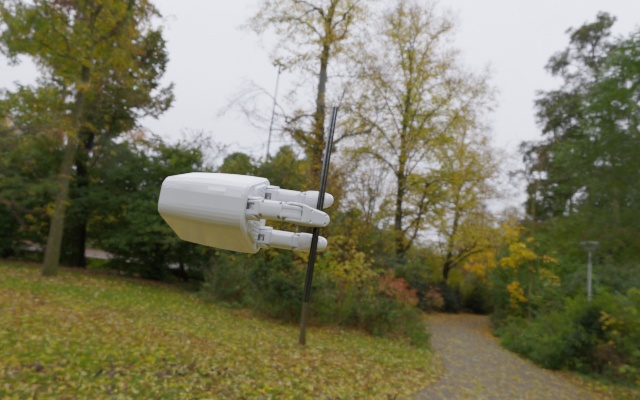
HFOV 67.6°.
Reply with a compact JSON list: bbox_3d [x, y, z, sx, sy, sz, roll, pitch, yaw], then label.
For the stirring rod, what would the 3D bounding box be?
[{"bbox_3d":[0.000,0.002,0.579,0.011,0.239,0.011,8,-9,1],"label":"stirring rod"}]
